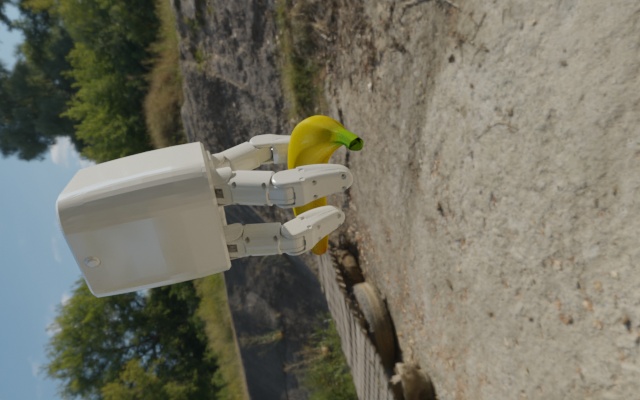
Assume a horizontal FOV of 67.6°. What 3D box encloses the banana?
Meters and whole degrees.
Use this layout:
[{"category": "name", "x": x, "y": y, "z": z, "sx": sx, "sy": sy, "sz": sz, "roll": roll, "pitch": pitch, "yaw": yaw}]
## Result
[{"category": "banana", "x": -0.006, "y": -0.016, "z": 0.432, "sx": 0.037, "sy": 0.069, "sz": 0.198, "roll": -16, "pitch": -26, "yaw": -15}]
